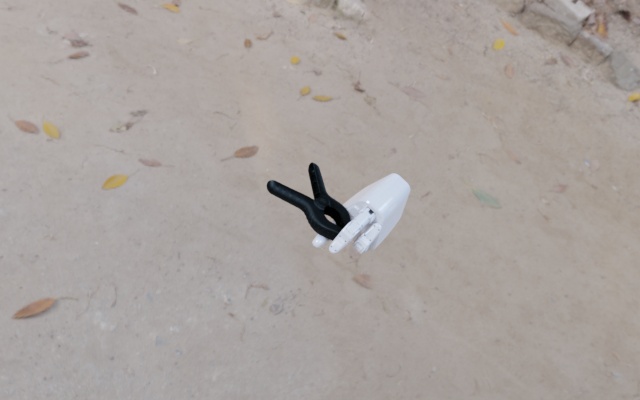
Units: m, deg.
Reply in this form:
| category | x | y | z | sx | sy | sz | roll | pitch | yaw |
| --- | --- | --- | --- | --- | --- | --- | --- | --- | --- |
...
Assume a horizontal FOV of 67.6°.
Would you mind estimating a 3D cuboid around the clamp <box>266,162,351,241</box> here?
| category | x | y | z | sx | sy | sz | roll | pitch | yaw |
| --- | --- | --- | --- | --- | --- | --- | --- | --- | --- |
| clamp | 0.000 | 0.003 | 0.841 | 0.120 | 0.171 | 0.039 | -40 | -10 | -38 |
